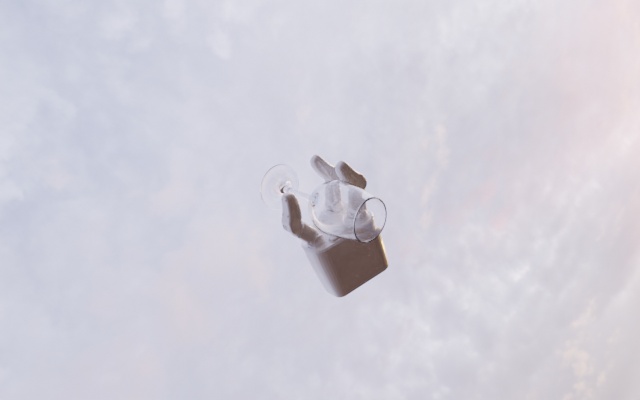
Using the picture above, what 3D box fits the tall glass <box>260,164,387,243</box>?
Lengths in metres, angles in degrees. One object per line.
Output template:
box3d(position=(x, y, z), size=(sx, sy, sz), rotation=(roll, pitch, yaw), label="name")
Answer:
box3d(position=(0.000, 0.002, 0.685), size=(0.079, 0.079, 0.201), rotation=(0, 13, -42), label="tall glass")
